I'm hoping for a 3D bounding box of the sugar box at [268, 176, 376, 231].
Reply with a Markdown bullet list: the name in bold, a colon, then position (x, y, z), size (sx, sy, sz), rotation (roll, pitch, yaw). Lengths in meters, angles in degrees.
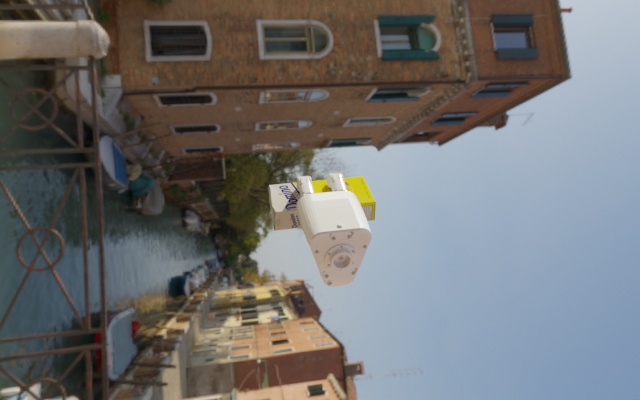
- **sugar box**: position (0.000, 0.002, 0.842), size (0.176, 0.048, 0.093), rotation (-4, 33, -10)
